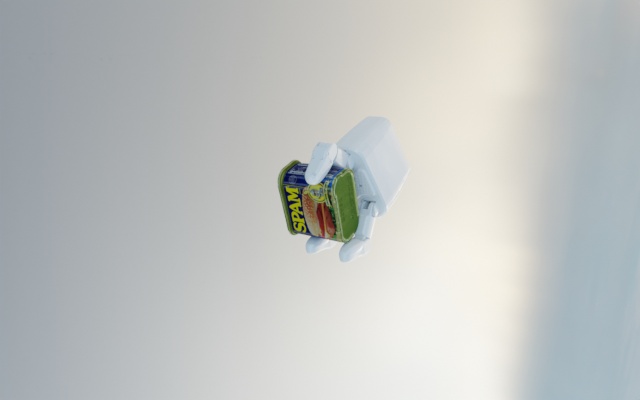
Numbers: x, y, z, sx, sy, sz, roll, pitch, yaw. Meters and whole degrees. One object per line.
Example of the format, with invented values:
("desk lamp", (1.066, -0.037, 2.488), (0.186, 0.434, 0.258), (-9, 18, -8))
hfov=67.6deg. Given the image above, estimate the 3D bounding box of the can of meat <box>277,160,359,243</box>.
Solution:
("can of meat", (0.000, 0.002, 0.621), (0.084, 0.102, 0.057), (9, 34, 30))
